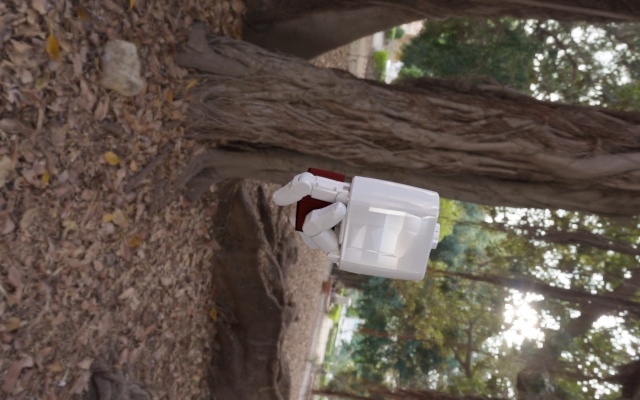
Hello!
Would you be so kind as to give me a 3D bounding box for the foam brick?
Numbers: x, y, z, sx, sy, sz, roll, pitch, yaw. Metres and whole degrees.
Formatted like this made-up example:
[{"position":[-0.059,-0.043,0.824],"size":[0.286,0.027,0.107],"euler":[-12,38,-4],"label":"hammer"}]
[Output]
[{"position":[0.000,0.002,0.628],"size":[0.051,0.053,0.078],"euler":[10,38,5],"label":"foam brick"}]
